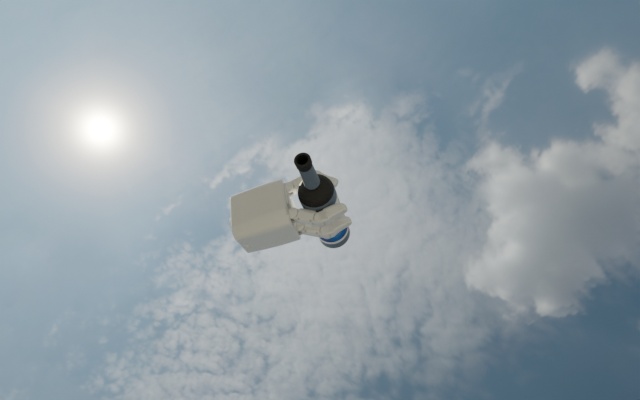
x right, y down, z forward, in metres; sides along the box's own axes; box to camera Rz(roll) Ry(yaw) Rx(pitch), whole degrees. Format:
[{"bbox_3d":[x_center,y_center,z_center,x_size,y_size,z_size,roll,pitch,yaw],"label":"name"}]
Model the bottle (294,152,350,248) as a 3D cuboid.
[{"bbox_3d":[0.000,0.003,0.869,0.069,0.069,0.296,0,-27,13],"label":"bottle"}]
